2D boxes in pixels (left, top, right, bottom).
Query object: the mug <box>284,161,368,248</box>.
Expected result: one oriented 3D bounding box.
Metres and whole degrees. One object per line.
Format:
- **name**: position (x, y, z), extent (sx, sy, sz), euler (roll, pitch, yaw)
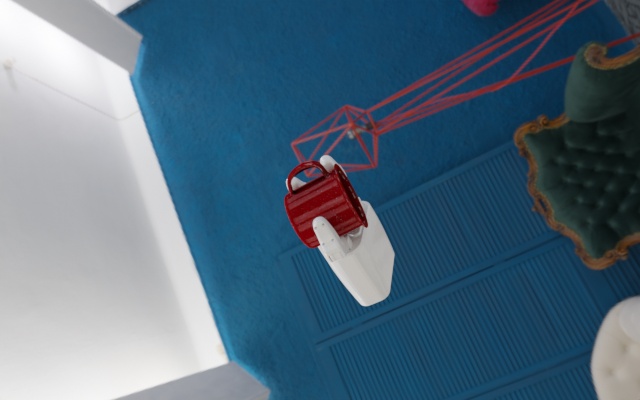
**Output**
- **mug**: position (-0.001, 0.001, 0.620), extent (0.081, 0.117, 0.093), euler (-27, 29, 11)
